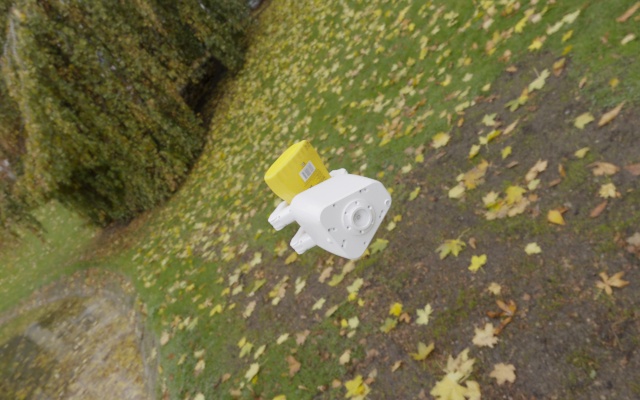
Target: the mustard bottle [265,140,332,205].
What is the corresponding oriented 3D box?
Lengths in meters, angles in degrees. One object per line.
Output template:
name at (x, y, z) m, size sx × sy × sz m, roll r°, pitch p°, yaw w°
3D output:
mustard bottle at (0.000, 0.002, 0.778) m, size 0.058 × 0.192 × 0.096 m, roll -16°, pitch 30°, yaw 49°
